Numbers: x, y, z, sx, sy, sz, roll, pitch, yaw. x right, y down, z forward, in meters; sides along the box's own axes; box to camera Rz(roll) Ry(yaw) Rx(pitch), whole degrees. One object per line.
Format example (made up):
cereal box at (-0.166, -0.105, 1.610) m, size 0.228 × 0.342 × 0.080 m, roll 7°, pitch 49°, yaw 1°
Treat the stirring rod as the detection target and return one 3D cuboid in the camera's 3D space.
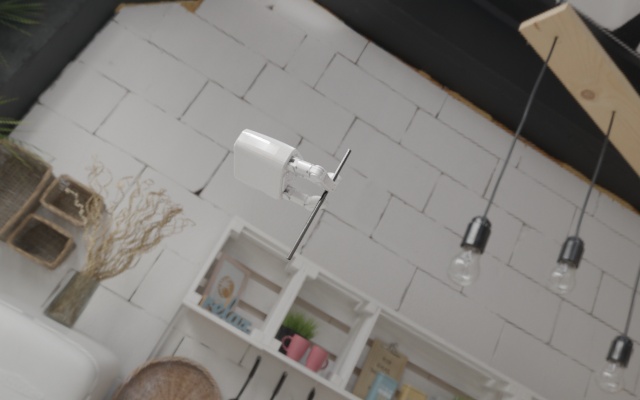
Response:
stirring rod at (0.000, 0.003, 0.861) m, size 0.011 × 0.239 × 0.011 m, roll 25°, pitch -21°, yaw 11°
